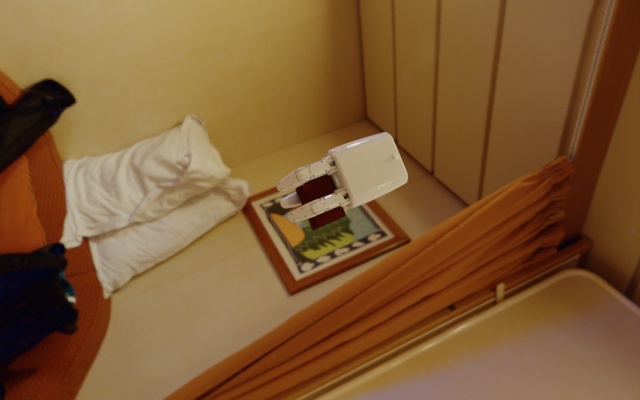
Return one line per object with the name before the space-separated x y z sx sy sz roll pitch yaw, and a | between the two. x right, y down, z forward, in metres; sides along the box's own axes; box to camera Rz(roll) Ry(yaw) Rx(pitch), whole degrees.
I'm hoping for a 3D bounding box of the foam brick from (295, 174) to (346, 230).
foam brick | 0.000 0.003 0.780 0.051 0.078 0.053 -22 -2 -15
